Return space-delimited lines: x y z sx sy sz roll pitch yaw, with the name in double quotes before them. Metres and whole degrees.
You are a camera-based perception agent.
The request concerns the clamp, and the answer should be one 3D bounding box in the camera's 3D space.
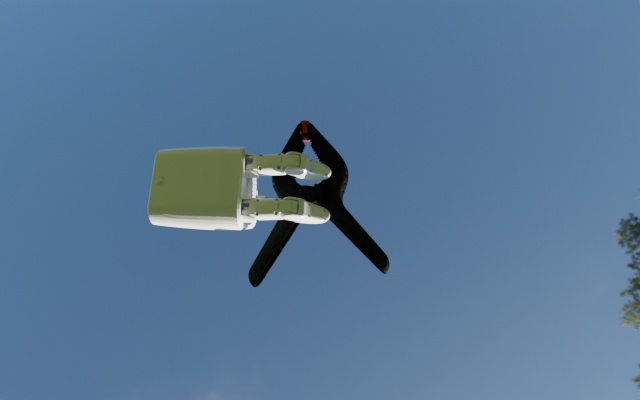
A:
"clamp" 0.000 0.002 0.584 0.164 0.210 0.036 1 -18 3
